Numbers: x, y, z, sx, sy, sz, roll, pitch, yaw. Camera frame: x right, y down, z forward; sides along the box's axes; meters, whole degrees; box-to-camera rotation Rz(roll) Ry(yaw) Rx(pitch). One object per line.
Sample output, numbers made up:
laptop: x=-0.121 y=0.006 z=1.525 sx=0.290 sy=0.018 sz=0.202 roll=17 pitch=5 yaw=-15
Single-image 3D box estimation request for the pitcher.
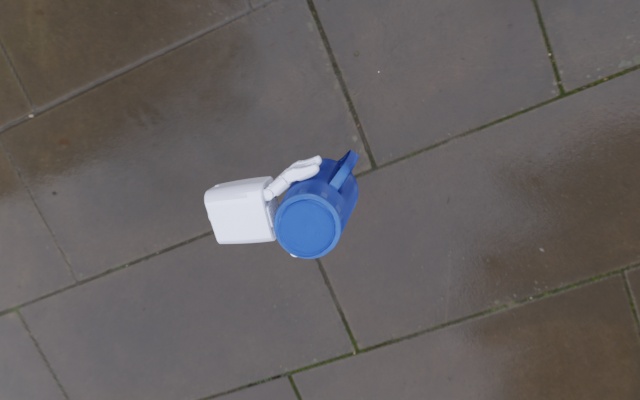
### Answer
pitcher: x=0.000 y=0.003 z=0.843 sx=0.145 sy=0.149 sz=0.242 roll=-6 pitch=14 yaw=9
